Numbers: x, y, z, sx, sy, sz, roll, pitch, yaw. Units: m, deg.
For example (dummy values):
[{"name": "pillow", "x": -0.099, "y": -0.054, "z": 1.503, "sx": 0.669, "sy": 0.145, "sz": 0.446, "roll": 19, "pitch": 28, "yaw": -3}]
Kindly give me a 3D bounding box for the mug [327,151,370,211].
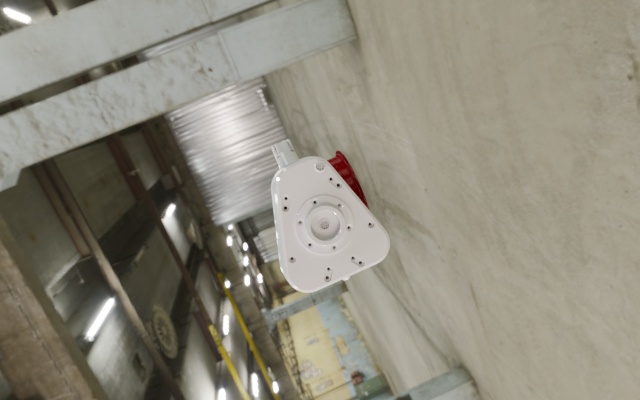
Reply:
[{"name": "mug", "x": 0.000, "y": 0.002, "z": 0.553, "sx": 0.081, "sy": 0.093, "sz": 0.117, "roll": -23, "pitch": 3, "yaw": -5}]
